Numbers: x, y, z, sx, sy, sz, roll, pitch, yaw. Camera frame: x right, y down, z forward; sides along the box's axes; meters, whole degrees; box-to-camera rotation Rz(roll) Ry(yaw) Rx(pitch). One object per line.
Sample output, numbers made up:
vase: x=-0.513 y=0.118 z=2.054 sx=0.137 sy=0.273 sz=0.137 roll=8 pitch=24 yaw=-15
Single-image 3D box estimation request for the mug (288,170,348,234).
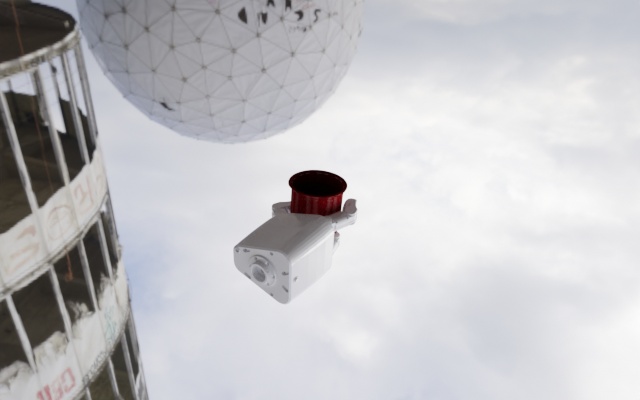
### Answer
mug: x=0.001 y=0.002 z=0.775 sx=0.093 sy=0.081 sz=0.117 roll=22 pitch=34 yaw=28
